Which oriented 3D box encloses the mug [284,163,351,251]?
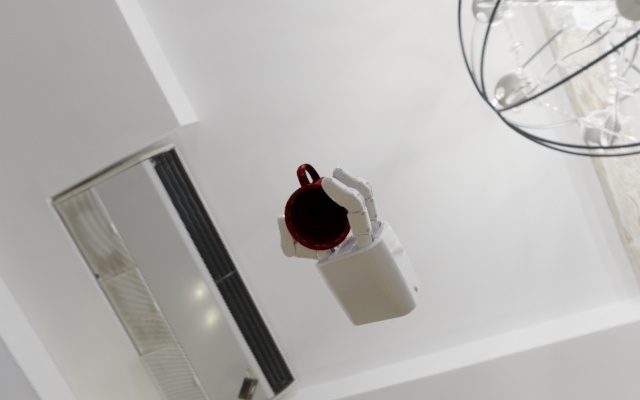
[{"bbox_3d":[-0.001,0.001,0.668,0.093,0.117,0.081,-26,7,20],"label":"mug"}]
